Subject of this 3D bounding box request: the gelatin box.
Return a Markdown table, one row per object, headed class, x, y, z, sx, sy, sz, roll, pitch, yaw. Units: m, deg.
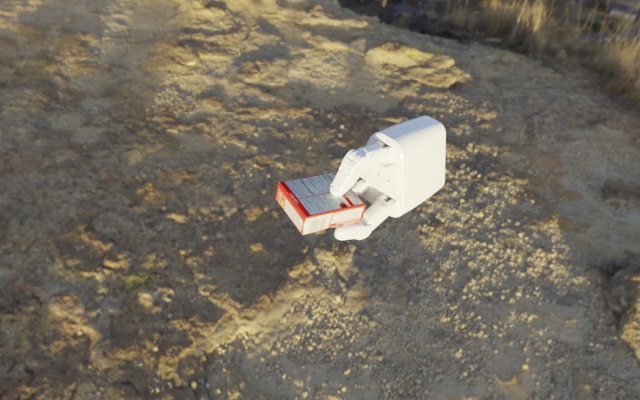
| class | x | y | z | sx | sy | sz | roll | pitch | yaw |
| --- | --- | --- | --- | --- | --- | --- | --- | --- | --- |
| gelatin box | 0.000 | 0.002 | 0.593 | 0.089 | 0.030 | 0.073 | -12 | 43 | -30 |
